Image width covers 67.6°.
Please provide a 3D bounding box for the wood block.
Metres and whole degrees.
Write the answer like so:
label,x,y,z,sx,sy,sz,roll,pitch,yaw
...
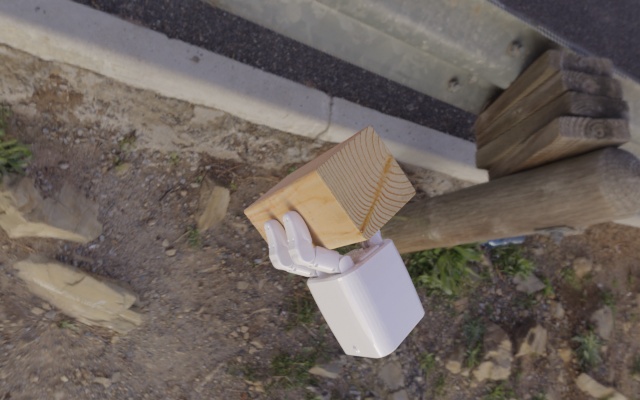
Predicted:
label,x,y,z,sx,sy,sz,roll,pitch,yaw
wood block,0.001,0.002,0.569,0.090,0.090,0.206,-40,9,-30
